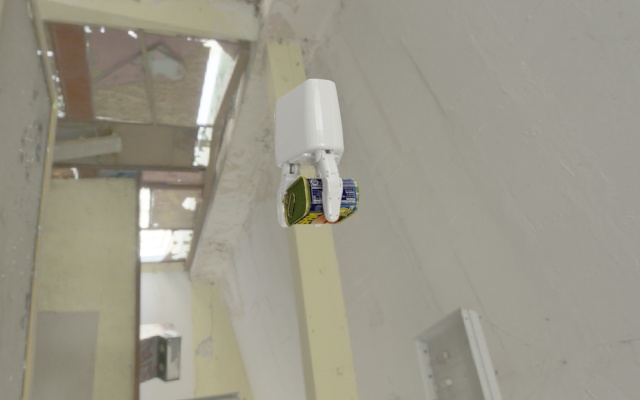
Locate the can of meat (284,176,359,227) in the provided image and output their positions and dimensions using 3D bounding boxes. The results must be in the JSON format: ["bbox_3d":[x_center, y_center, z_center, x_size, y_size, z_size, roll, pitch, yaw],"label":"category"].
[{"bbox_3d":[0.000,0.002,0.709,0.084,0.057,0.102,0,-16,-22],"label":"can of meat"}]
